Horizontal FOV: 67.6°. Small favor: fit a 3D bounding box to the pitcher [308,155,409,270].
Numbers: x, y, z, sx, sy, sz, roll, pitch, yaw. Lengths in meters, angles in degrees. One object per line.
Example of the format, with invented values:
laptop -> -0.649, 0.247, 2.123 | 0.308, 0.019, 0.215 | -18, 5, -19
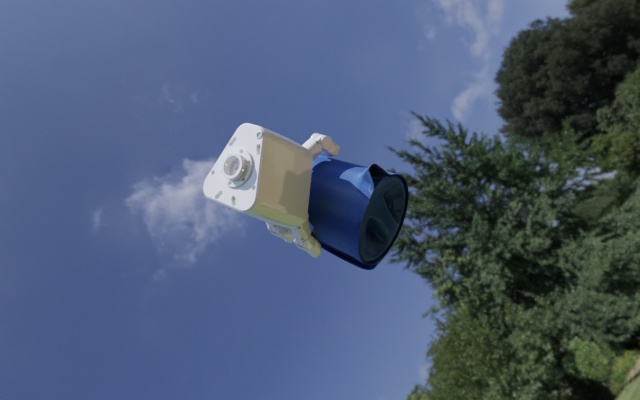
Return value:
pitcher -> 0.000, 0.002, 0.728 | 0.243, 0.149, 0.145 | 21, 1, 33
